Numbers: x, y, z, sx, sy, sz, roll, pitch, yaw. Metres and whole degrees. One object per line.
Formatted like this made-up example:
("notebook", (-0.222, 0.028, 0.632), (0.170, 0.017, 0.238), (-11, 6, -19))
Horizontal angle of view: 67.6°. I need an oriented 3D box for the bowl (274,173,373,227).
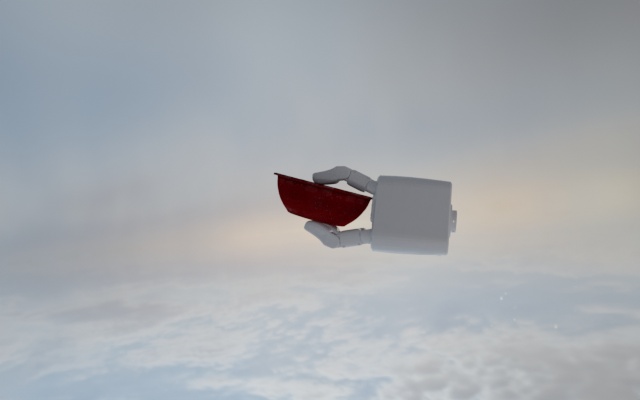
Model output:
("bowl", (-0.001, 0.003, 0.734), (0.162, 0.055, 0.162), (15, 2, -1))
